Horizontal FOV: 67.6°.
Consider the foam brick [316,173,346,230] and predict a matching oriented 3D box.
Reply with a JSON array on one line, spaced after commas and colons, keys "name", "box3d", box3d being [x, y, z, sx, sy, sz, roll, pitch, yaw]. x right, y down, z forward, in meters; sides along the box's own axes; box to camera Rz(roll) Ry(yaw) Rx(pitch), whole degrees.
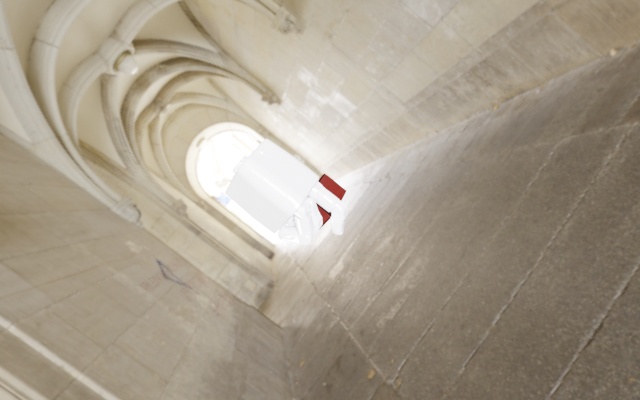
[{"name": "foam brick", "box3d": [0.000, 0.003, 0.802, 0.053, 0.051, 0.078, -48, 6, 39]}]
